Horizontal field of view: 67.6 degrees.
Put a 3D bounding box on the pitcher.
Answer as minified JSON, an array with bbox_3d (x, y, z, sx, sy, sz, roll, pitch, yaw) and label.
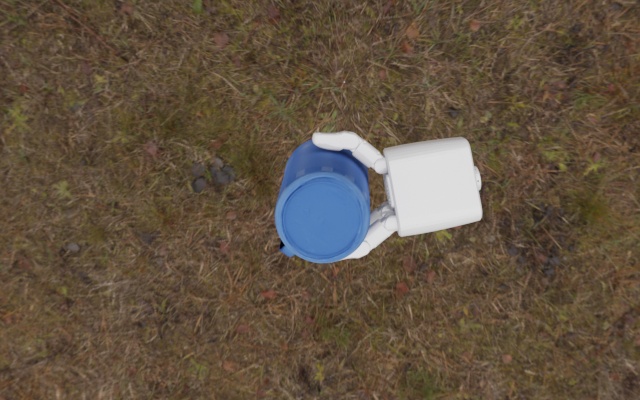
[{"bbox_3d":[0.000,0.002,0.644,0.145,0.149,0.242,-9,13,4],"label":"pitcher"}]
